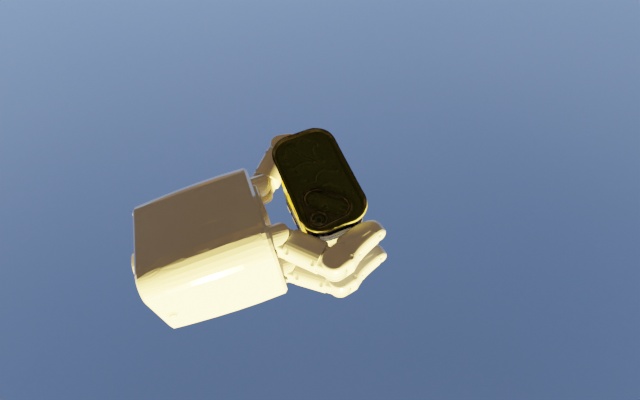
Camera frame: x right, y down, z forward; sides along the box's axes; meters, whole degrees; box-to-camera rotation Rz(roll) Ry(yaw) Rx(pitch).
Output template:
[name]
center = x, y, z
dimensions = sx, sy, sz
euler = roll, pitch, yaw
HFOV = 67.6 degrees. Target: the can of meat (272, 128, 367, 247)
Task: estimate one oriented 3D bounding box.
[can of meat]
center = 0.000, 0.001, 0.431
dimensions = 0.057, 0.102, 0.084
euler = -21, -30, -9
